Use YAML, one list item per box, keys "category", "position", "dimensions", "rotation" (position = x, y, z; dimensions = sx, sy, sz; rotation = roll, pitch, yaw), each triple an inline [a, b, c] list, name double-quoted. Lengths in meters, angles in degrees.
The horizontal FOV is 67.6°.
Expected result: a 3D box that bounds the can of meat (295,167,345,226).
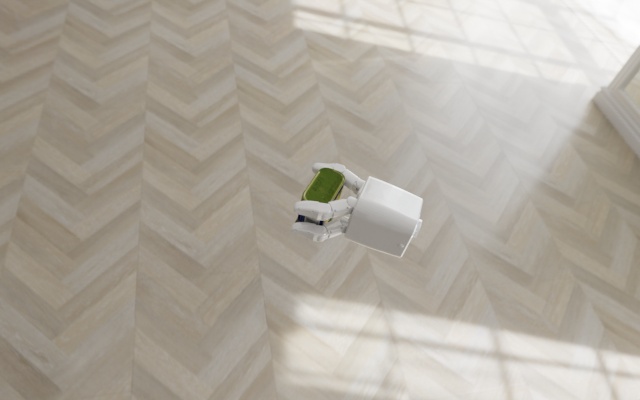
- category: "can of meat"
  position: [0.000, 0.002, 0.840]
  dimensions: [0.057, 0.102, 0.084]
  rotation: [25, -40, 8]
